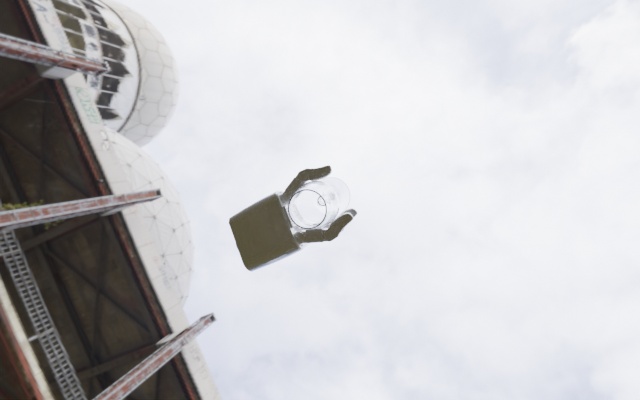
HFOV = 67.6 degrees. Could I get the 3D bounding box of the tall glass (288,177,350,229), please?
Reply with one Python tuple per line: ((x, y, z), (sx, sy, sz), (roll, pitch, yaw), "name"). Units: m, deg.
((0.000, 0.003, 0.827), (0.079, 0.079, 0.201), (0, 6, 12), "tall glass")
